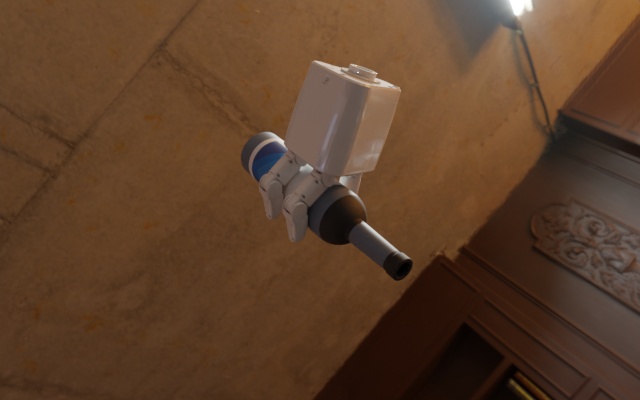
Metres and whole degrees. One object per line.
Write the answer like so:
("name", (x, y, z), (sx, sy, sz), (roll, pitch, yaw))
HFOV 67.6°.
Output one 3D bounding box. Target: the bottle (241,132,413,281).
("bottle", (0.000, 0.002, 0.585), (0.069, 0.069, 0.295), (0, 28, -41))
